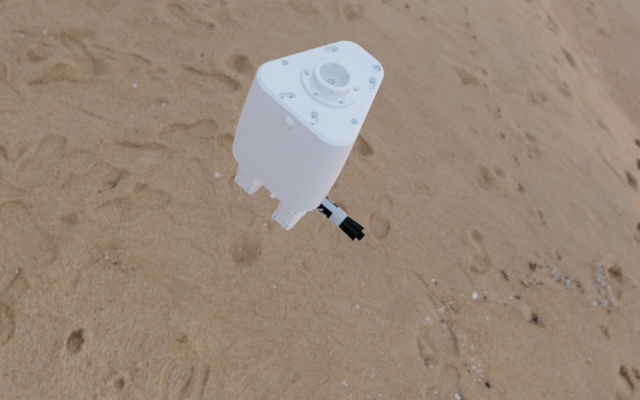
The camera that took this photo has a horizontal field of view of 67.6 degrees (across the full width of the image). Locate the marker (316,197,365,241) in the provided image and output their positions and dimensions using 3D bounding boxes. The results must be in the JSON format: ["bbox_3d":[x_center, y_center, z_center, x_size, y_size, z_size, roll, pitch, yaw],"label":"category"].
[{"bbox_3d":[0.000,0.002,0.525,0.121,0.020,0.020,41,4,5],"label":"marker"}]
